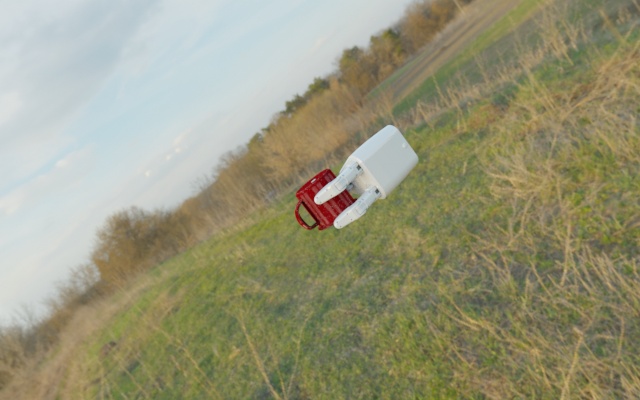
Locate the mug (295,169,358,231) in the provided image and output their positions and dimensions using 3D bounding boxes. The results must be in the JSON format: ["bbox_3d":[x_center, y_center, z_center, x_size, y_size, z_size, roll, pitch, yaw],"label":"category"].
[{"bbox_3d":[-0.001,0.004,0.875,0.117,0.081,0.093,-42,9,-23],"label":"mug"}]
